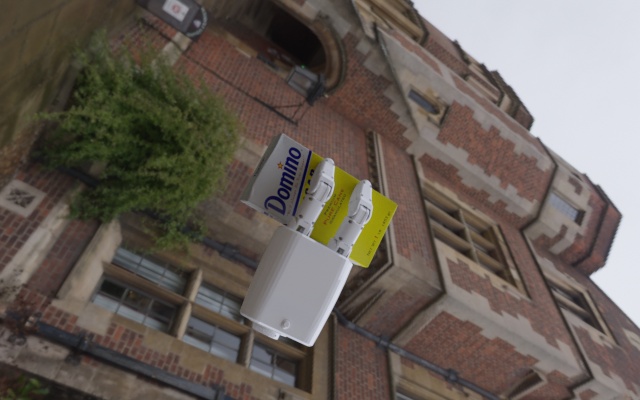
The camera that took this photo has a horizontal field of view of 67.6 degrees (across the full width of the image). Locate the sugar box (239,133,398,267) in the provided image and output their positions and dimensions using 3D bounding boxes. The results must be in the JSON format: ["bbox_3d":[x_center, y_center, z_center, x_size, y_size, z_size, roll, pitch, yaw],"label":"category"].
[{"bbox_3d":[0.000,0.002,0.590,0.176,0.093,0.048,30,-11,-19],"label":"sugar box"}]
